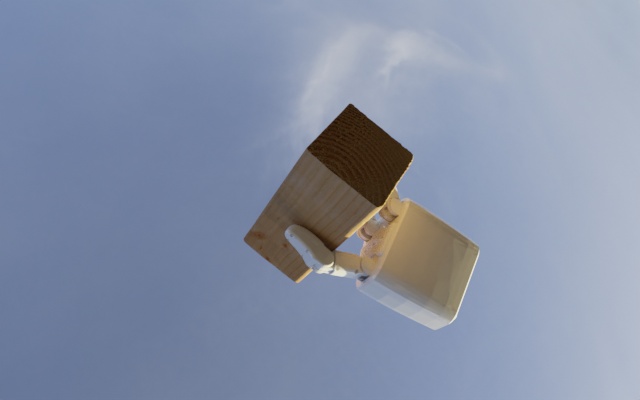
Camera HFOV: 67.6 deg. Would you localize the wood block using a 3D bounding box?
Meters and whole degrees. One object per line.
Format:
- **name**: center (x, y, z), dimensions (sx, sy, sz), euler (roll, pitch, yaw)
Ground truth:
- **wood block**: center (0.000, 0.002, 0.541), dimensions (0.090, 0.090, 0.206), euler (-52, 2, -39)
